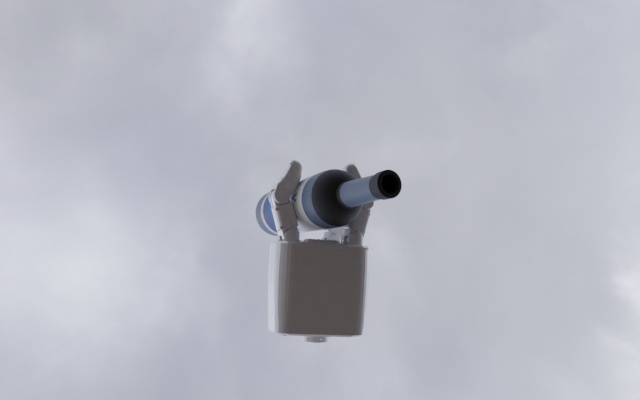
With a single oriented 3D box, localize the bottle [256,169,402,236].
[{"bbox_3d":[0.000,0.002,0.574,0.069,0.069,0.296,0,-7,-26],"label":"bottle"}]
